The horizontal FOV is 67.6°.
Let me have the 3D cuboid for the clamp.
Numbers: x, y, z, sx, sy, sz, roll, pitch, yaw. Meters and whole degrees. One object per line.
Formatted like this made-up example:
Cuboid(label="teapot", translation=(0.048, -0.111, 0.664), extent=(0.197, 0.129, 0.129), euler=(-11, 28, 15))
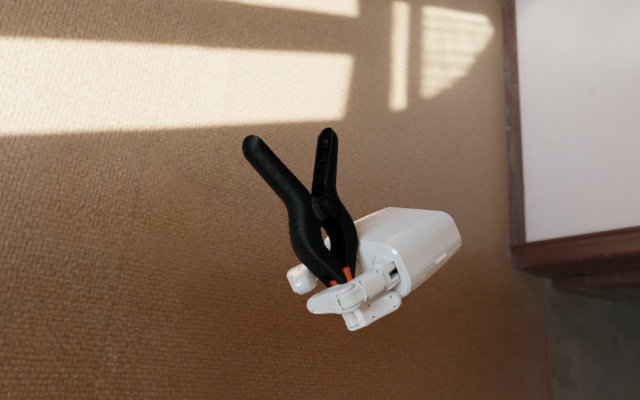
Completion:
Cuboid(label="clamp", translation=(0.000, 0.002, 0.482), extent=(0.120, 0.171, 0.039), euler=(-26, 4, -39))
